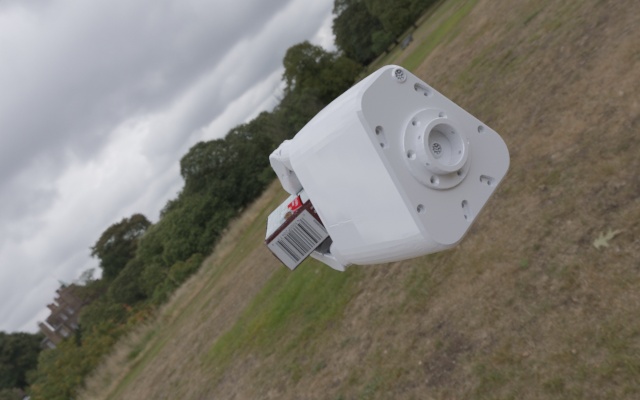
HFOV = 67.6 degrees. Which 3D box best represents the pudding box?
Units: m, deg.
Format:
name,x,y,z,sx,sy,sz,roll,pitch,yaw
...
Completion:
name,x,y,z,sx,sy,sz,roll,pitch,yaw
pudding box,0.000,0.001,0.436,0.113,0.039,0.090,-42,11,4
